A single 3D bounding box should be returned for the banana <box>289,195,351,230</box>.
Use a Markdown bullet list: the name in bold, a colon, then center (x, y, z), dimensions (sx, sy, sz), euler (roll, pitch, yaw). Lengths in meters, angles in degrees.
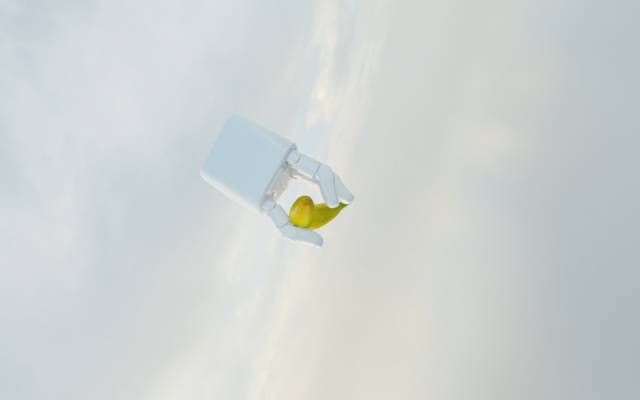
- **banana**: center (-0.011, 0.016, 0.709), dimensions (0.037, 0.069, 0.198), euler (44, 14, 13)
